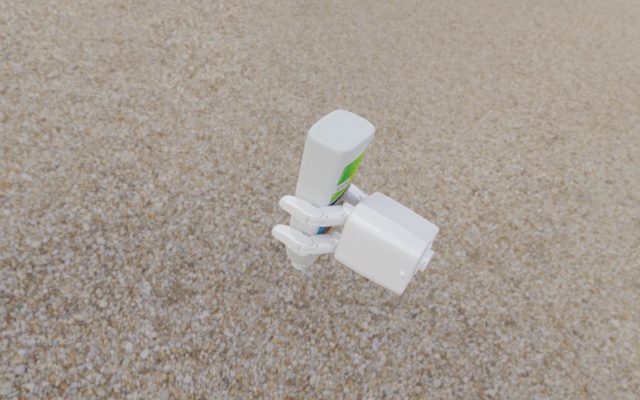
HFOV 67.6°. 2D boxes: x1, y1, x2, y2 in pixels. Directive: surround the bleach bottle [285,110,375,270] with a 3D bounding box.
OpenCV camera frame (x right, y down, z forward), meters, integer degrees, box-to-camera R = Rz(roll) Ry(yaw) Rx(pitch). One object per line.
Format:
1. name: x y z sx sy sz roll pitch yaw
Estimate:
1. bleach bottle: 0.000 0.002 0.683 0.068 0.251 0.102 30 41 16
